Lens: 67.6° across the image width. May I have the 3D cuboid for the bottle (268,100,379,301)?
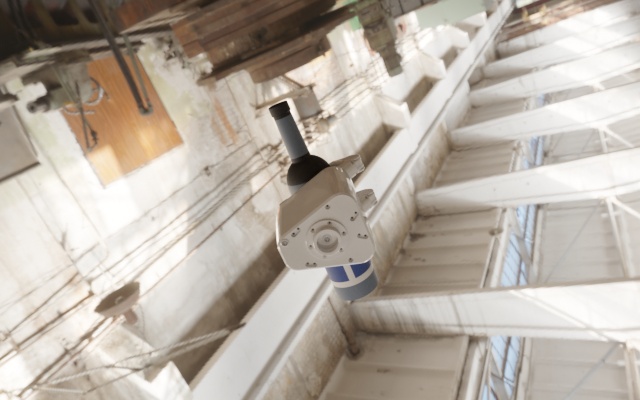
[{"bbox_3d":[0.000,0.002,0.670,0.069,0.296,0.069,-21,18,7],"label":"bottle"}]
